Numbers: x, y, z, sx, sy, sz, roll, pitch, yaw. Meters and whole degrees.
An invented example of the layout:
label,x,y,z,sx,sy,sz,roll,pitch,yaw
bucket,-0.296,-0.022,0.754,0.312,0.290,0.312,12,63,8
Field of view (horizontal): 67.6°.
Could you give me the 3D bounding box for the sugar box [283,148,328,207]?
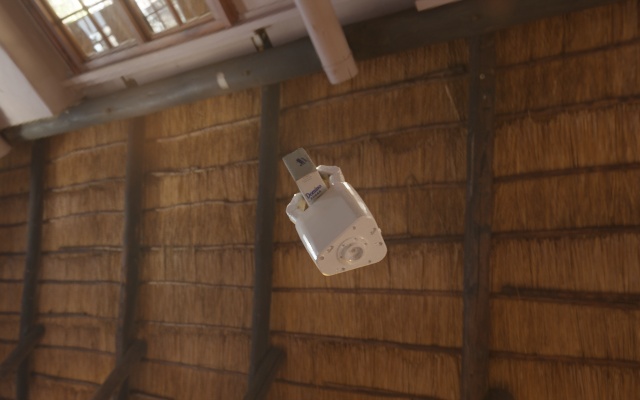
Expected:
label,x,y,z,sx,sy,sz,roll,pitch,yaw
sugar box,0.001,0.003,0.820,0.048,0.176,0.093,-28,34,-3
